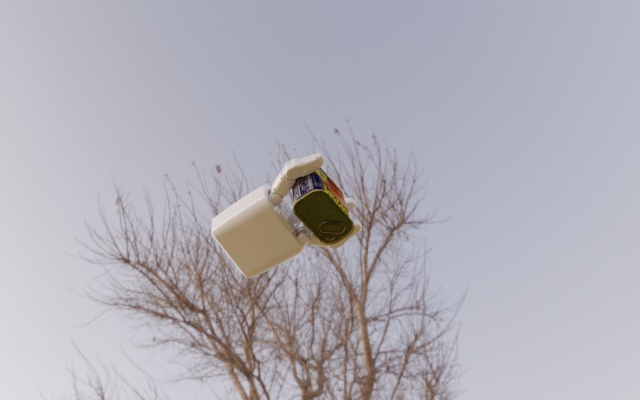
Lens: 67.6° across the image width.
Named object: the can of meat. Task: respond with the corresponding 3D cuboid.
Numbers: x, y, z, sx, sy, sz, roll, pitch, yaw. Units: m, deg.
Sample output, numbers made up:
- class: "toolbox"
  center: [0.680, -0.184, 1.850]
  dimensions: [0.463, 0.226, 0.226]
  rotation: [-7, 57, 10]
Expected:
- class: "can of meat"
  center: [0.000, 0.002, 0.716]
  dimensions: [0.057, 0.102, 0.084]
  rotation: [-33, 34, 14]
